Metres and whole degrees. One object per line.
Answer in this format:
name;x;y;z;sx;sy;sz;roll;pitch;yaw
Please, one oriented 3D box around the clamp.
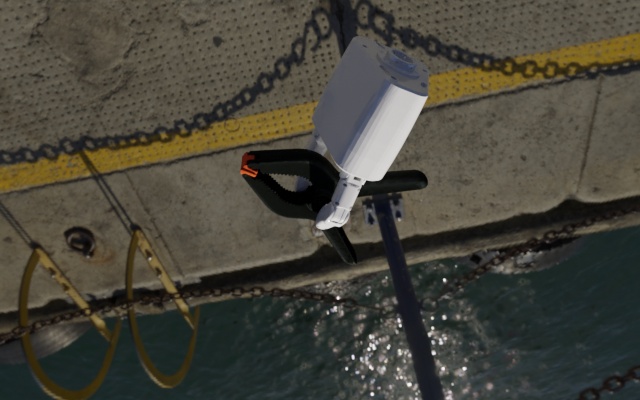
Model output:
clamp;0.000;0.002;0.571;0.210;0.165;0.036;17;36;-17
